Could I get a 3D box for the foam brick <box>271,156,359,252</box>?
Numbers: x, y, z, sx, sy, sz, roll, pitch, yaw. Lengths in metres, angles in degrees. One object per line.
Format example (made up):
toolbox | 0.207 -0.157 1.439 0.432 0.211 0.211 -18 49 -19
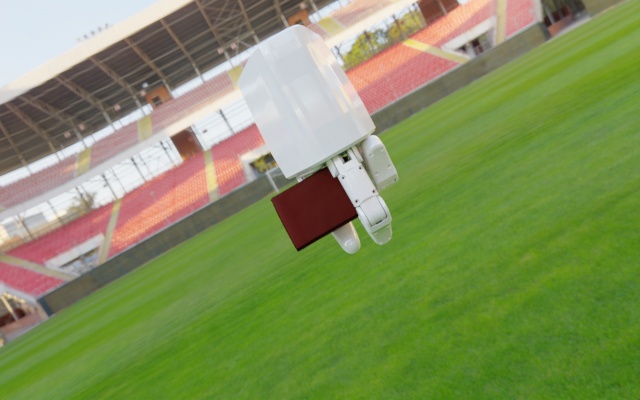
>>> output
foam brick | 0.000 0.002 0.431 0.078 0.051 0.053 -30 6 -1
